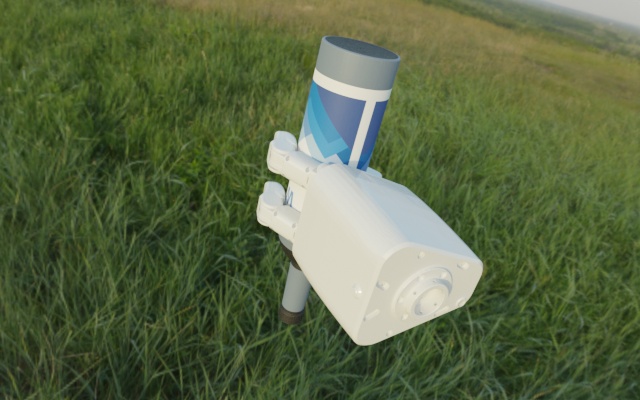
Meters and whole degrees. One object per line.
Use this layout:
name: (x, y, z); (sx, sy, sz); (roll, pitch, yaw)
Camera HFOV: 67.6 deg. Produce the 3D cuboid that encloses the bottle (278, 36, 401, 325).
bottle: (0.000, 0.001, 0.457); (0.069, 0.296, 0.069); (12, 28, -6)
